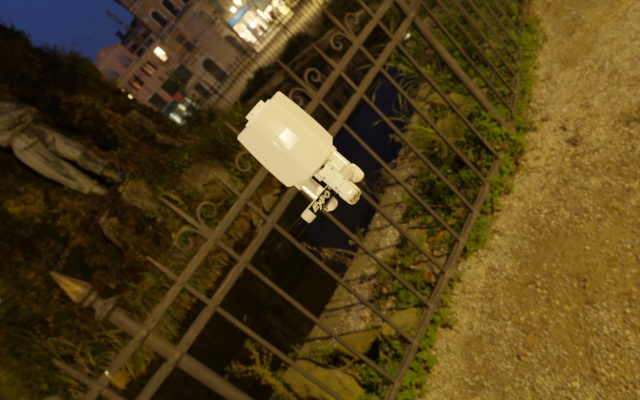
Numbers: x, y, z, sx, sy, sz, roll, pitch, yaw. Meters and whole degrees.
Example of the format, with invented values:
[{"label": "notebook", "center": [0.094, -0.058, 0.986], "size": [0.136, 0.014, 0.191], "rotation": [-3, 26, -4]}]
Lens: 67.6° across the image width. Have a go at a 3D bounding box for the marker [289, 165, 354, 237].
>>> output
[{"label": "marker", "center": [0.000, 0.002, 0.652], "size": [0.020, 0.121, 0.020], "rotation": [41, -2, 2]}]
